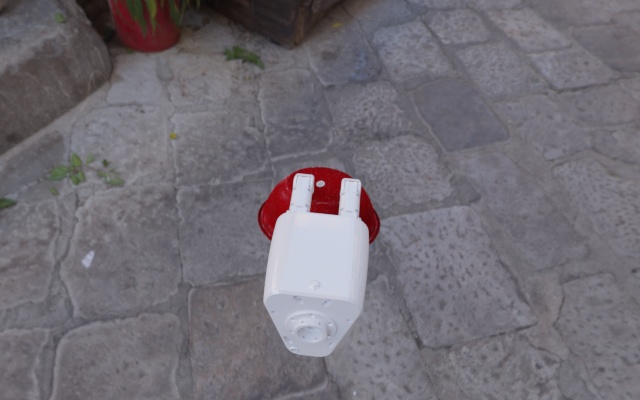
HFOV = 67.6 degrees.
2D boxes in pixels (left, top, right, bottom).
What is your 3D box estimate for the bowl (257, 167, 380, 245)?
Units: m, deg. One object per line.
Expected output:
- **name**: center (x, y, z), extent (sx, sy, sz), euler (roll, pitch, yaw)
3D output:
- **bowl**: center (0.000, 0.001, 0.616), extent (0.162, 0.055, 0.162), euler (3, 32, -2)
